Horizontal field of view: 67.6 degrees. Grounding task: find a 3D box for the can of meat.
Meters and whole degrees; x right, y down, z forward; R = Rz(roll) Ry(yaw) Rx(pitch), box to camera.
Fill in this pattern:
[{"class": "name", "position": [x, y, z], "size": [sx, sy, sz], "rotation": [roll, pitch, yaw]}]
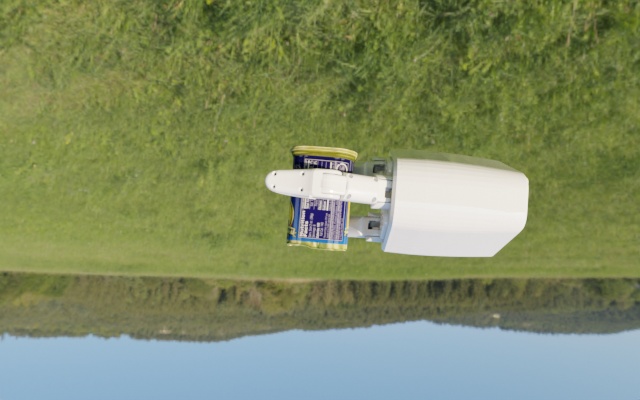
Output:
[{"class": "can of meat", "position": [0.000, 0.002, 0.435], "size": [0.057, 0.084, 0.102], "rotation": [4, -4, 1]}]
